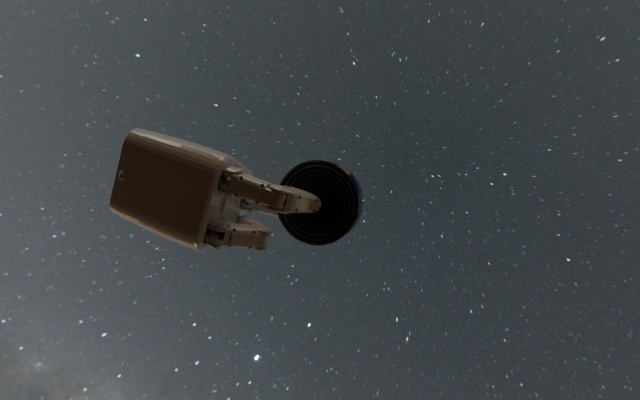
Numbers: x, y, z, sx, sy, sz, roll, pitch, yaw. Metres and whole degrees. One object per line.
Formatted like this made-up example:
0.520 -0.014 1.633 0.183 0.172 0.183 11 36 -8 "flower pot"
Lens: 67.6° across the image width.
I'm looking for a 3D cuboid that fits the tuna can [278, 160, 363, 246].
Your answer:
0.000 0.002 0.493 0.086 0.086 0.034 0 3 15 "tuna can"
